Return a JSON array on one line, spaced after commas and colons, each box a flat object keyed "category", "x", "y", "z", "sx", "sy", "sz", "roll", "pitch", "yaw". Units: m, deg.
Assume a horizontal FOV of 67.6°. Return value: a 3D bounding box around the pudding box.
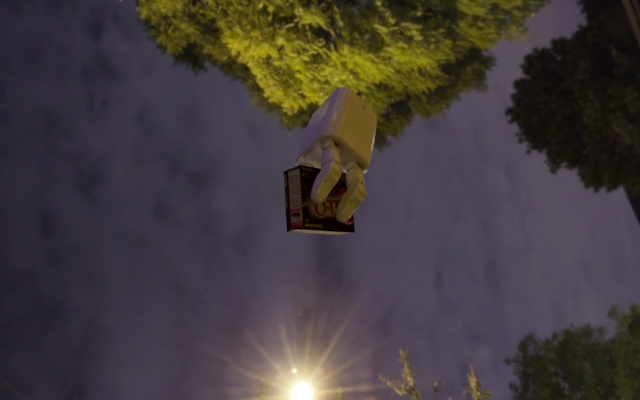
[{"category": "pudding box", "x": 0.000, "y": 0.002, "z": 0.686, "sx": 0.113, "sy": 0.090, "sz": 0.039, "roll": 6, "pitch": -14, "yaw": -45}]
